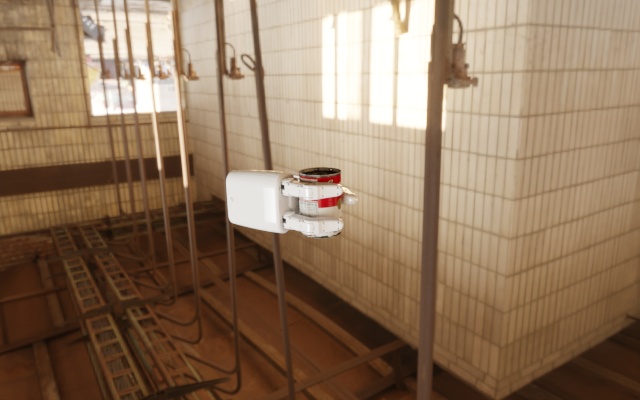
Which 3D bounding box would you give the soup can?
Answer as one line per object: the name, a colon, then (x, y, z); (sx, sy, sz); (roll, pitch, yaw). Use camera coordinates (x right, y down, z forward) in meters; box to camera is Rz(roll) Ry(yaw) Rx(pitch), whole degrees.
soup can: (0.001, 0.003, 0.766); (0.068, 0.102, 0.068); (-1, 14, 0)
